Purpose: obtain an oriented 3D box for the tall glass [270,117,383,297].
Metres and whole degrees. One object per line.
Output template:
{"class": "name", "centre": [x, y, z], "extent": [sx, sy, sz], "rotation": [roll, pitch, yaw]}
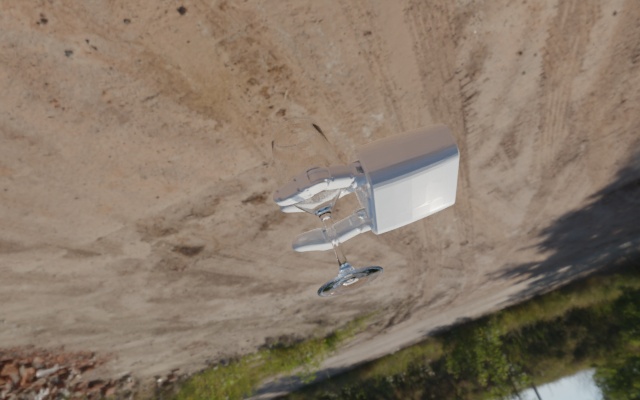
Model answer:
{"class": "tall glass", "centre": [0.000, 0.002, 0.544], "extent": [0.079, 0.201, 0.079], "rotation": [-17, -24, -8]}
